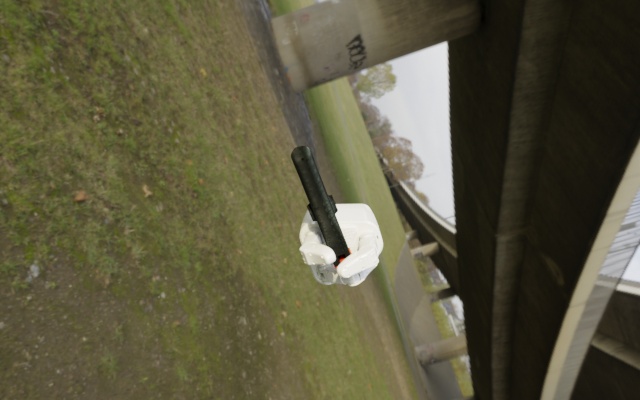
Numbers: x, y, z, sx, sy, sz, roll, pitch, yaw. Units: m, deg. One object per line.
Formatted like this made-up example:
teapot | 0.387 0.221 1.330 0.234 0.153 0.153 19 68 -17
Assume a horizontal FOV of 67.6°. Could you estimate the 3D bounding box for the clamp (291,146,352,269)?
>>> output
clamp | 0.001 0.002 0.628 0.039 0.171 0.120 -17 15 6
